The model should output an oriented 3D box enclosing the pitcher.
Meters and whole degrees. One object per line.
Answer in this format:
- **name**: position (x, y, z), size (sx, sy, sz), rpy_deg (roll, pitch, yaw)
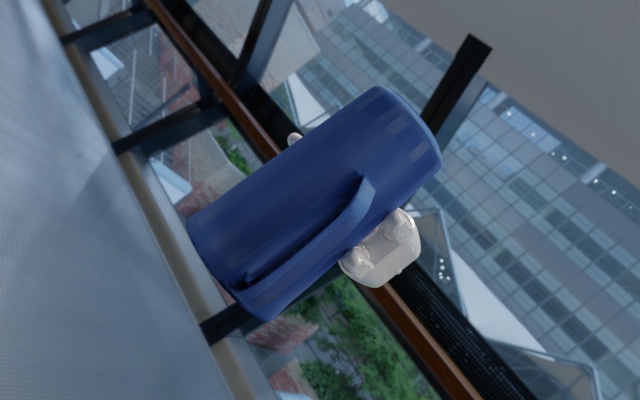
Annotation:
- **pitcher**: position (0.000, 0.002, 0.473), size (0.243, 0.149, 0.145), rpy_deg (-39, -28, 1)
